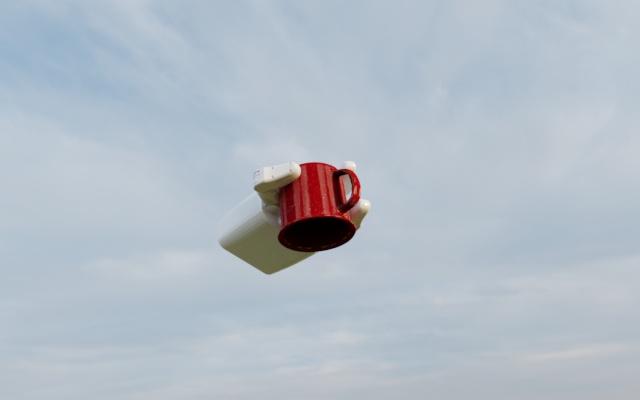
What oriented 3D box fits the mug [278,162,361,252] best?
[{"bbox_3d":[0.001,0.001,0.575,0.093,0.081,0.117,22,-41,-39],"label":"mug"}]
